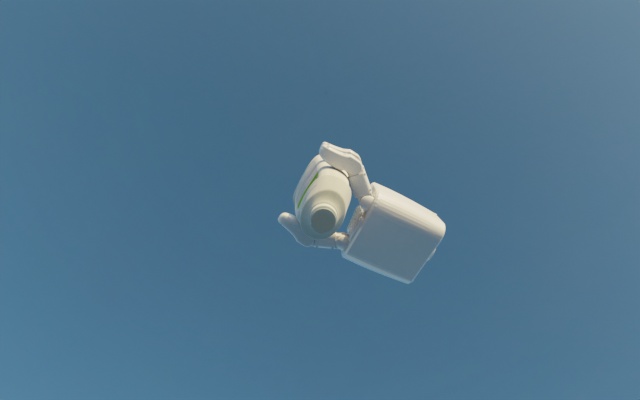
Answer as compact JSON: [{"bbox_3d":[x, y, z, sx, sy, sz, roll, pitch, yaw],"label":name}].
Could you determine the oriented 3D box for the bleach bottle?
[{"bbox_3d":[0.000,0.002,0.644,0.068,0.102,0.250,26,12,-5],"label":"bleach bottle"}]
